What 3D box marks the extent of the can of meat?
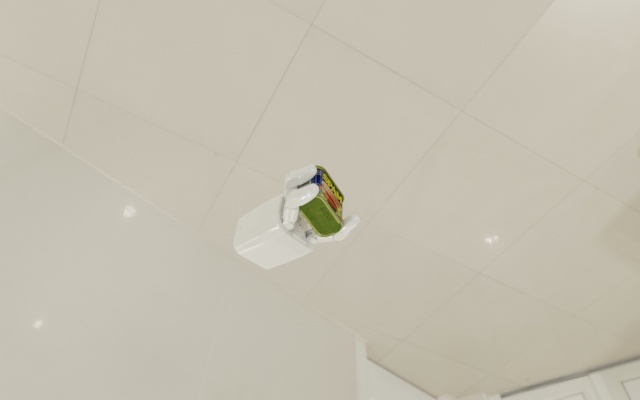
[{"bbox_3d":[0.000,0.003,0.849,0.057,0.102,0.084,-23,34,20],"label":"can of meat"}]
